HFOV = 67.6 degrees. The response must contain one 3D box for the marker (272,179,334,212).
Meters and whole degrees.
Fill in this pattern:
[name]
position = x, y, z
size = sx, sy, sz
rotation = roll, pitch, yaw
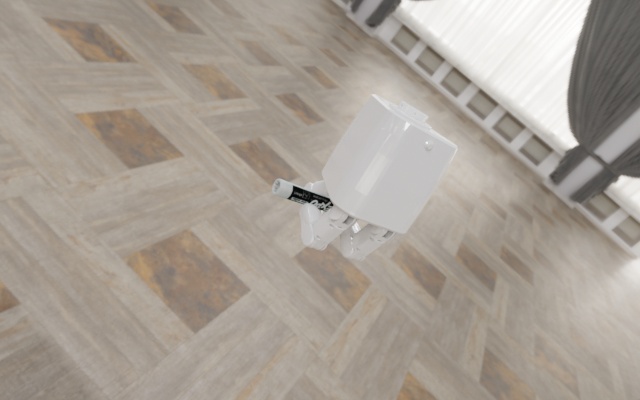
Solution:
[marker]
position = 0.000, 0.002, 0.546
size = 0.121, 0.020, 0.020
rotation = 19, -11, -33
